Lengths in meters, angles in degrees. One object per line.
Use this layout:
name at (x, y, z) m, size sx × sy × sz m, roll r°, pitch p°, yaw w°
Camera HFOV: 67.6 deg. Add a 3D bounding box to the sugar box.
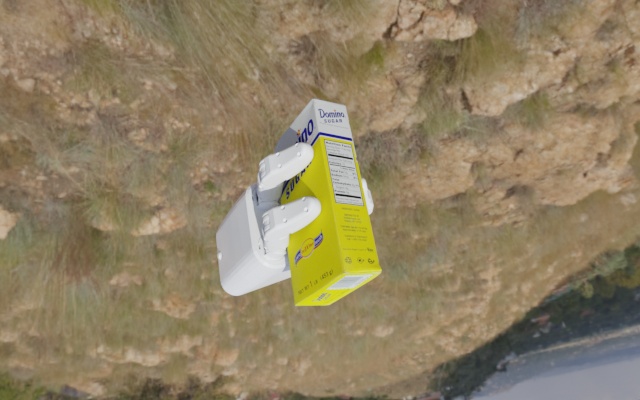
sugar box at (0.000, 0.002, 0.455) m, size 0.048 × 0.176 × 0.093 m, roll 4°, pitch -29°, yaw -32°
